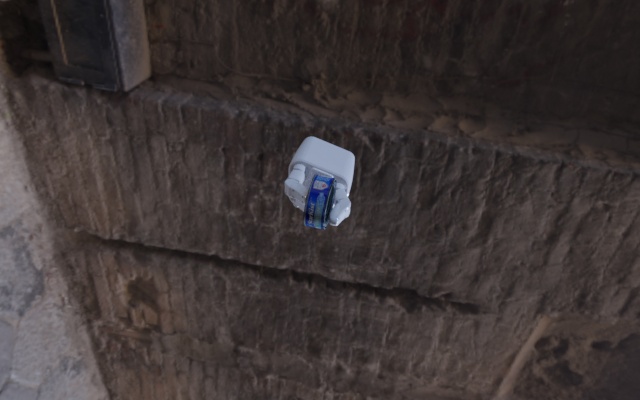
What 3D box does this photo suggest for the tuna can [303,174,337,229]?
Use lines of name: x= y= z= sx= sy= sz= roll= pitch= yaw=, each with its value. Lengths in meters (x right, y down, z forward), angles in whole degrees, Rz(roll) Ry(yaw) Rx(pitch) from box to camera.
tuna can: x=0.001 y=0.003 z=0.762 sx=0.034 sy=0.086 sz=0.086 roll=12 pitch=2 yaw=8
